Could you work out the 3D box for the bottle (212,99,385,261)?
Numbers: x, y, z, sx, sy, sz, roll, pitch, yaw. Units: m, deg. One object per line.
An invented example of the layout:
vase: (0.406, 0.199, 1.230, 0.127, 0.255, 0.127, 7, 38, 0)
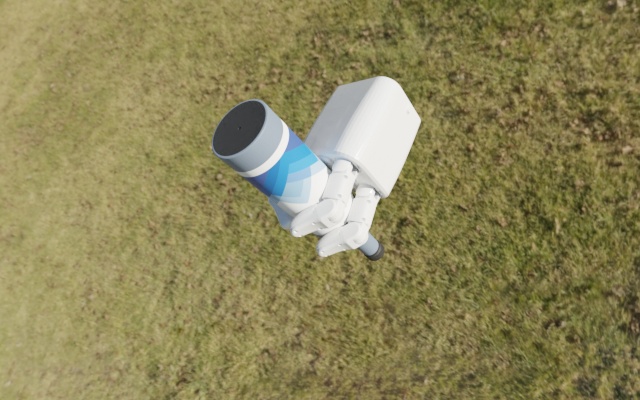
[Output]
bottle: (0.000, 0.002, 0.545, 0.069, 0.069, 0.296, 0, -28, 35)
